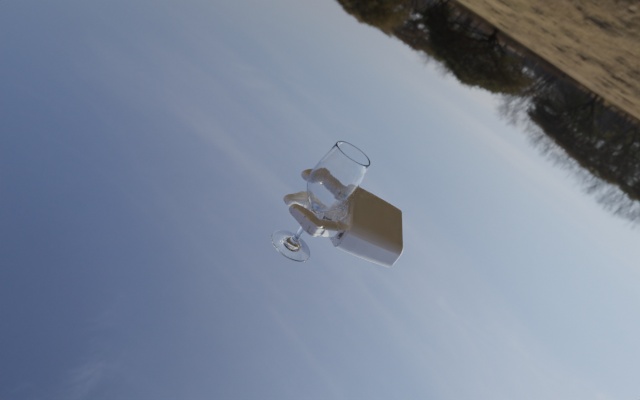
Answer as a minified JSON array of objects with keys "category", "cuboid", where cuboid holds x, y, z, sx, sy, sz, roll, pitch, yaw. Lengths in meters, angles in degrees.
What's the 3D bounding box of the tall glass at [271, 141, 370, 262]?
[{"category":"tall glass","cuboid":[0.000,0.003,0.765,0.079,0.201,0.079,27,27,-15]}]
